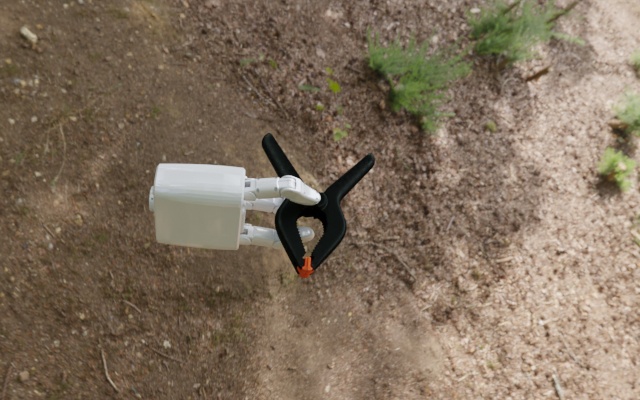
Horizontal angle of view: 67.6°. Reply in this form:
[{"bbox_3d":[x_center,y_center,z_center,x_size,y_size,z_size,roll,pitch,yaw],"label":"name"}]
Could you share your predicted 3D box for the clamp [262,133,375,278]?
[{"bbox_3d":[0.000,0.002,0.643,0.164,0.209,0.036,4,-30,-9],"label":"clamp"}]
